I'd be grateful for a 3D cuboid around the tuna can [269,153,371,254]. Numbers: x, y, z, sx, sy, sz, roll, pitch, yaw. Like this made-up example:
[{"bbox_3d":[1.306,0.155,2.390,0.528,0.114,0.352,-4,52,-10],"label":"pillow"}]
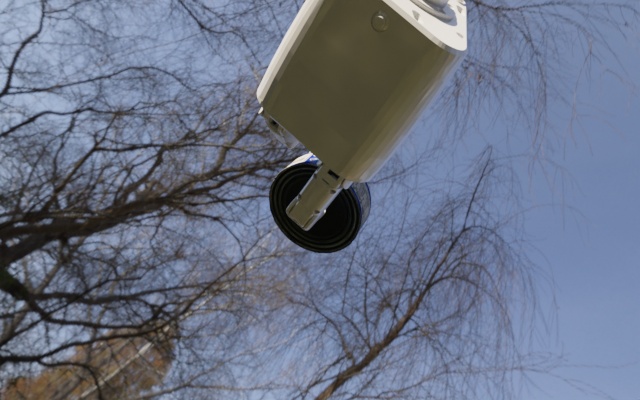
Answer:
[{"bbox_3d":[0.000,0.001,0.418,0.086,0.086,0.033,0,26,27],"label":"tuna can"}]
